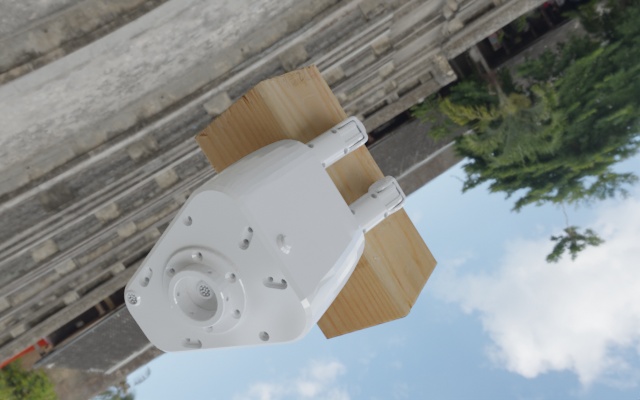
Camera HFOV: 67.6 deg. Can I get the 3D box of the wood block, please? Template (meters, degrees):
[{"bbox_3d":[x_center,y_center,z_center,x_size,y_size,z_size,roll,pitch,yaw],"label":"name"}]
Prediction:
[{"bbox_3d":[0.000,0.002,0.412,0.091,0.206,0.090,-28,7,37],"label":"wood block"}]
